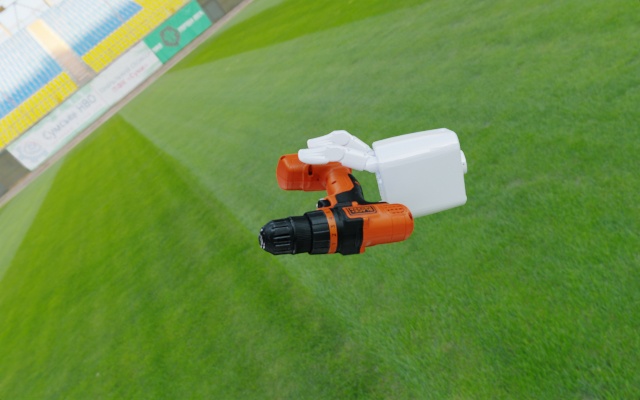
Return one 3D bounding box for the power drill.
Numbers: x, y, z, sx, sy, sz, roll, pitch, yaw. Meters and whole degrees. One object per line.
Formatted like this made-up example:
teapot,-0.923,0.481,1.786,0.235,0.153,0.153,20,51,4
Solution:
power drill,0.000,0.002,0.606,0.184,0.057,0.187,-4,32,-18
